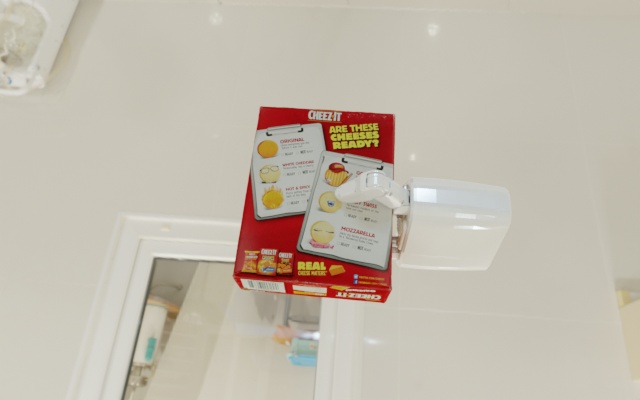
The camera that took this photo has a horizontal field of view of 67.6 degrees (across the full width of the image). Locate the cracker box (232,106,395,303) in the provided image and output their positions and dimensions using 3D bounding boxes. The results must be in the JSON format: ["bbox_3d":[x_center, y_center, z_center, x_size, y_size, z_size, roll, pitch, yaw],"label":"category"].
[{"bbox_3d":[0.000,0.002,0.549,0.164,0.213,0.072,4,-25,2],"label":"cracker box"}]
